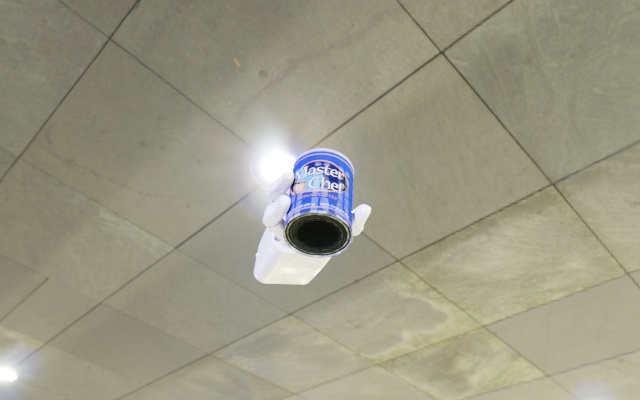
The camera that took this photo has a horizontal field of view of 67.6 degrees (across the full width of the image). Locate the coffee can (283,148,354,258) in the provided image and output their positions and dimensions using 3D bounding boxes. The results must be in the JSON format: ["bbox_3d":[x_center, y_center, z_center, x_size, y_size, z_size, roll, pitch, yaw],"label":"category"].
[{"bbox_3d":[0.000,0.002,0.740,0.103,0.140,0.103,2,-45,2],"label":"coffee can"}]
